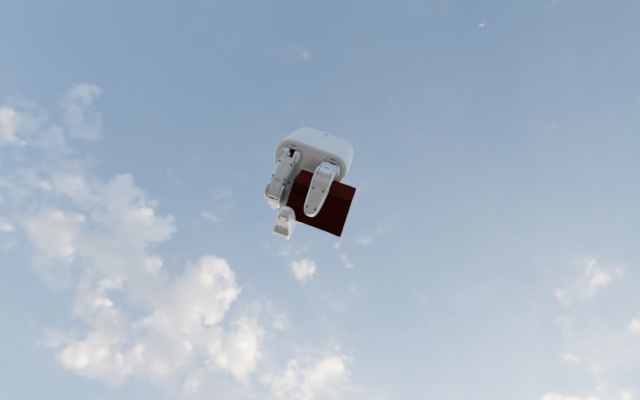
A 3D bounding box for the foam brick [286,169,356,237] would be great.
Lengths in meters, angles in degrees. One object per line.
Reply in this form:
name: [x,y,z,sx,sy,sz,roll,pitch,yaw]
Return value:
foam brick: [0.000,0.002,0.603,0.078,0.053,0.051,20,22,4]
